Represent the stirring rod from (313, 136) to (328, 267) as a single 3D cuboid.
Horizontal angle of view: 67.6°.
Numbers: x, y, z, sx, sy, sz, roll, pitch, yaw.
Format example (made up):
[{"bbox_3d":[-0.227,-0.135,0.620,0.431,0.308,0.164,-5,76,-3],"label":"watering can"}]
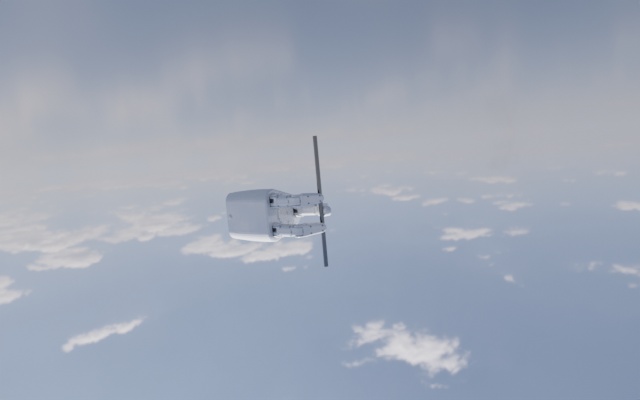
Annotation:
[{"bbox_3d":[0.000,0.003,0.871,0.011,0.239,0.011,-5,6,1],"label":"stirring rod"}]
